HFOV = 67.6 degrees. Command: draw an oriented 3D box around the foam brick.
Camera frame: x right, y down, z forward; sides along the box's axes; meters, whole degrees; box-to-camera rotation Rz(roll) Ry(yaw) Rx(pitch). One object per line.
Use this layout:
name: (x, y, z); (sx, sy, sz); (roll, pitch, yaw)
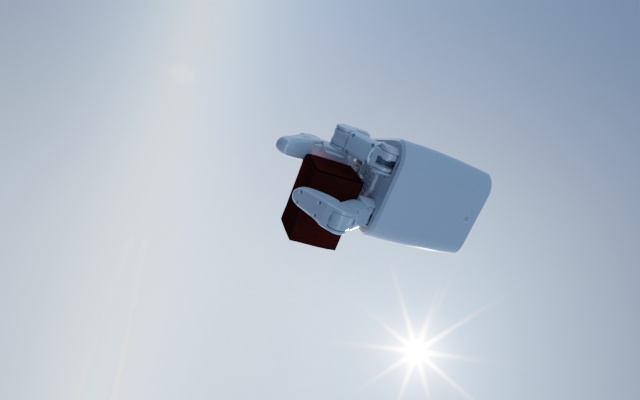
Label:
foam brick: (0.000, 0.002, 0.475); (0.051, 0.078, 0.053); (15, 20, -20)
